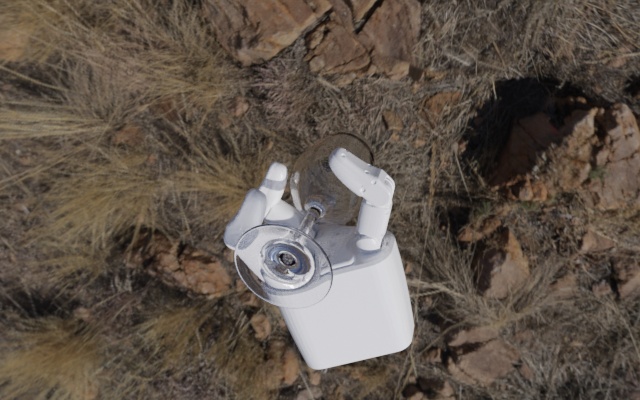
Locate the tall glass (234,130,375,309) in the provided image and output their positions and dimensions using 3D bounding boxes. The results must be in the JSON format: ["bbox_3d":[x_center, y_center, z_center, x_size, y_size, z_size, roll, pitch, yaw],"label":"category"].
[{"bbox_3d":[0.000,0.002,0.421,0.079,0.079,0.201,0,29,18],"label":"tall glass"}]
